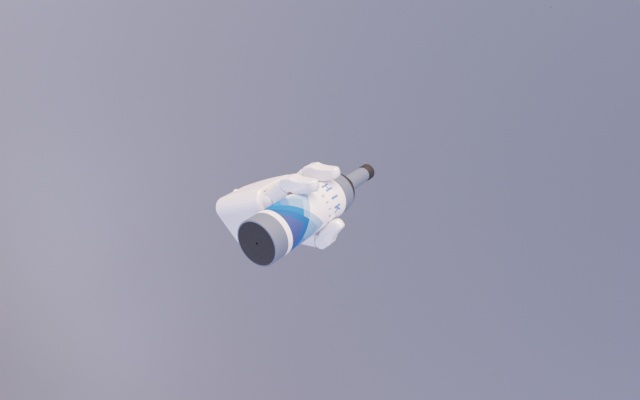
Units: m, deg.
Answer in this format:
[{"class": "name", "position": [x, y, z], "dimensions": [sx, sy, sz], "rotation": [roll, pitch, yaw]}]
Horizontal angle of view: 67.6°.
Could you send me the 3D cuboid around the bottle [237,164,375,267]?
[{"class": "bottle", "position": [0.000, 0.002, 0.718], "dimensions": [0.069, 0.069, 0.295], "rotation": [0, 21, 37]}]
